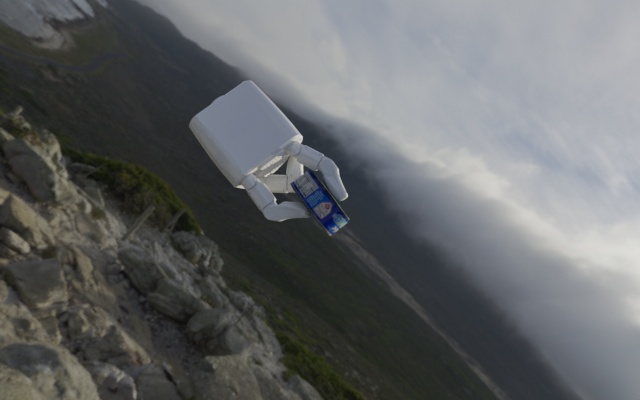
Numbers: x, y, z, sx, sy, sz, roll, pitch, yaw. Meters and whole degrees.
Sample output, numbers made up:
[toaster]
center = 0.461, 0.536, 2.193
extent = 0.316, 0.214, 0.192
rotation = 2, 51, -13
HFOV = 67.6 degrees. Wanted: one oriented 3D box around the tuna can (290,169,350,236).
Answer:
[tuna can]
center = 0.001, 0.002, 0.613
extent = 0.034, 0.086, 0.086
rotation = -37, -2, 2
